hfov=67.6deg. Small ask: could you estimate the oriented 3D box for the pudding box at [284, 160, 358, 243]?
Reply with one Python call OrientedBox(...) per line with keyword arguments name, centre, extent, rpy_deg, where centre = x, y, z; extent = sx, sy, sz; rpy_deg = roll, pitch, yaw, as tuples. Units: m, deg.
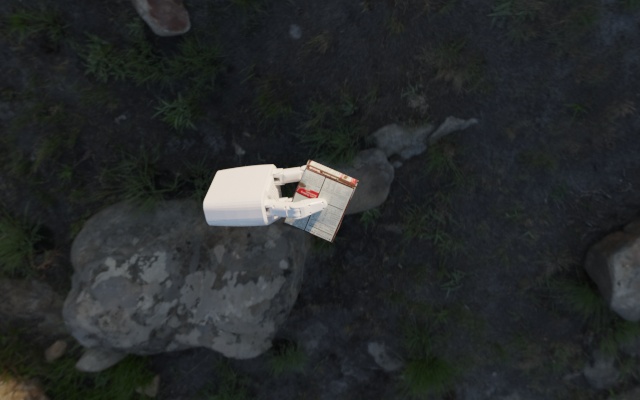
OrientedBox(name="pudding box", centre=(0.000, 0.003, 0.789), extent=(0.090, 0.113, 0.039), rpy_deg=(23, 27, 1))
